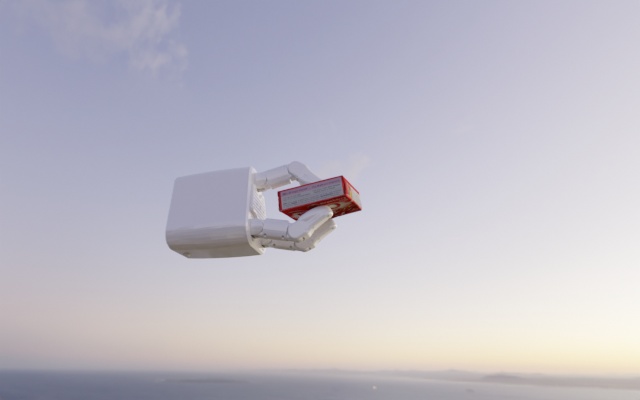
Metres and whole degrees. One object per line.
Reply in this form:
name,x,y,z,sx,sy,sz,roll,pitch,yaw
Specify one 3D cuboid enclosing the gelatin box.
gelatin box,0.000,0.001,0.605,0.089,0.030,0.073,-14,-20,16
